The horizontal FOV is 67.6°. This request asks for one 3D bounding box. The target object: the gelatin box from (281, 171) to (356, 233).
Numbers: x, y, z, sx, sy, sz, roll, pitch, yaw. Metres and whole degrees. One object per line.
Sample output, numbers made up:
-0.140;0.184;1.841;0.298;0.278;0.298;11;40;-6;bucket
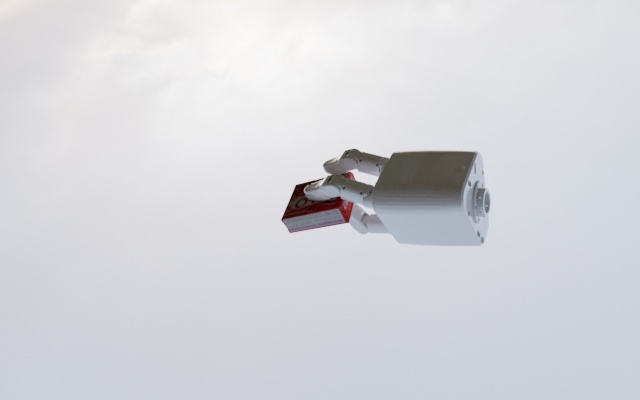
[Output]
0.000;0.002;0.627;0.089;0.030;0.073;-12;36;26;gelatin box
